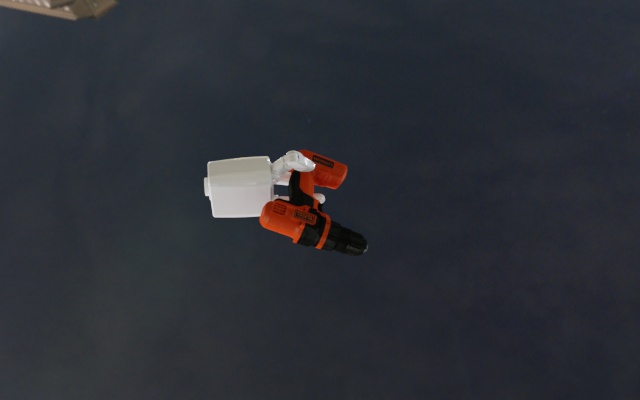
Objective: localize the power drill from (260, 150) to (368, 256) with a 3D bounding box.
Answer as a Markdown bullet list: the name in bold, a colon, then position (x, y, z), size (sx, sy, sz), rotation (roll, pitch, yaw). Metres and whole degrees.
- **power drill**: position (0.000, 0.002, 0.831), size (0.184, 0.057, 0.187), rotation (21, 42, -9)
